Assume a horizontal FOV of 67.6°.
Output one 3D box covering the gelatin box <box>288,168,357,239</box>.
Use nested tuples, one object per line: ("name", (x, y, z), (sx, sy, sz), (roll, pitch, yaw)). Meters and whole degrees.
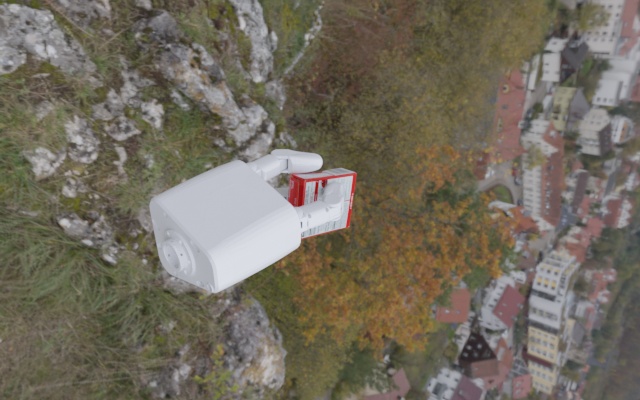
("gelatin box", (0.001, 0.002, 0.576), (0.089, 0.073, 0.030), (-11, 24, -42))
